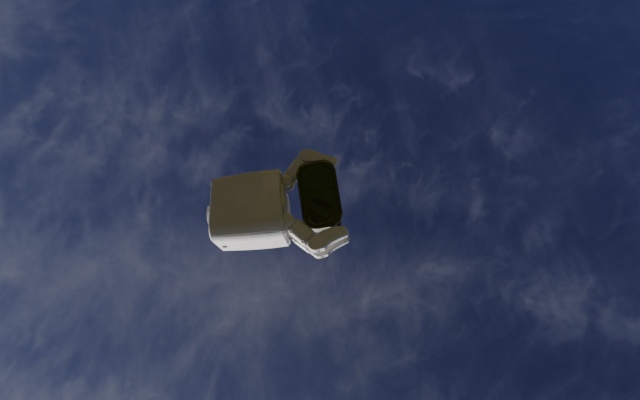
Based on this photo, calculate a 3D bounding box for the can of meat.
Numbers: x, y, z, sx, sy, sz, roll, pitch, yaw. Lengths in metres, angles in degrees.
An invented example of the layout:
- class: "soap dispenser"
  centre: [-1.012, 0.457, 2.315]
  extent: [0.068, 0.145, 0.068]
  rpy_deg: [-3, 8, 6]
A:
- class: "can of meat"
  centre: [0.000, 0.002, 0.718]
  extent: [0.057, 0.102, 0.084]
  rpy_deg: [-9, -18, 0]
